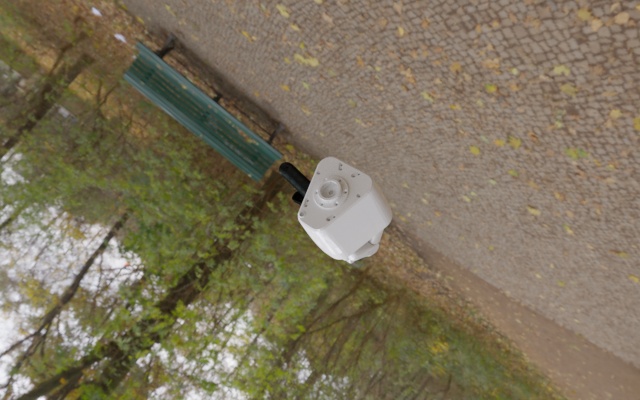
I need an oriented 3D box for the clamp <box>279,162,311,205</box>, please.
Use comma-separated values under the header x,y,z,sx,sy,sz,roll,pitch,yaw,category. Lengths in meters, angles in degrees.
x,y,z,sx,sy,sz,roll,pitch,yaw,category
0.000,0.003,0.780,0.171,0.039,0.120,31,-12,31,clamp
